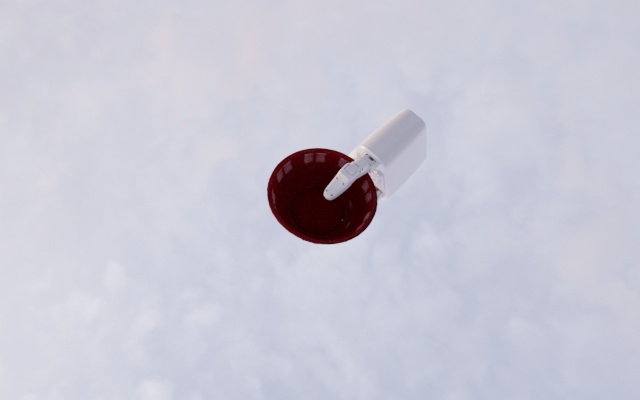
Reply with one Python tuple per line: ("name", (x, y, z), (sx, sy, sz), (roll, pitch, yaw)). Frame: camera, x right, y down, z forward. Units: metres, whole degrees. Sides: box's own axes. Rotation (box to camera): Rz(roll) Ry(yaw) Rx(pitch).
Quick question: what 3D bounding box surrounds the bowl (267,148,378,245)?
("bowl", (-0.001, 0.003, 0.710), (0.162, 0.162, 0.055), (0, -29, -10))
